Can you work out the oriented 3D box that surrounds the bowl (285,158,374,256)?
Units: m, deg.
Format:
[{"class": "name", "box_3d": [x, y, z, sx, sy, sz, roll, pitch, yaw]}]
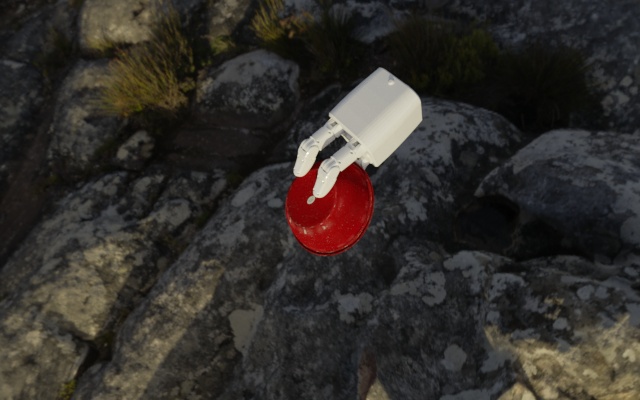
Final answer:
[{"class": "bowl", "box_3d": [-0.001, 0.004, 0.741, 0.162, 0.162, 0.055, 0, -12, 34]}]
